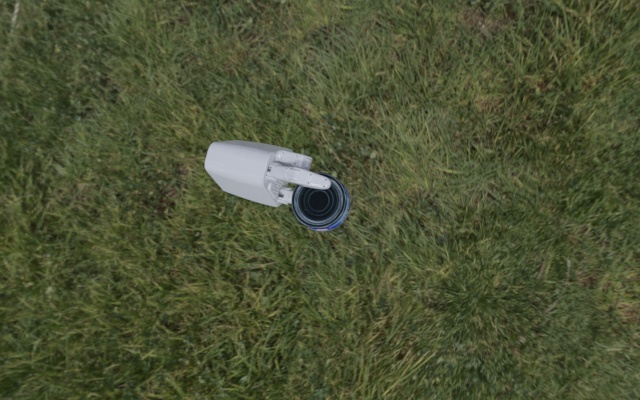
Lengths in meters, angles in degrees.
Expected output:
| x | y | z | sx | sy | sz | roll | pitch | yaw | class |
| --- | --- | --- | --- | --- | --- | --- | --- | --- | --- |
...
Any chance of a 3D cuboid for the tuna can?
| x | y | z | sx | sy | sz | roll | pitch | yaw | class |
| --- | --- | --- | --- | --- | --- | --- | --- | --- | --- |
| 0.000 | 0.002 | 0.714 | 0.086 | 0.086 | 0.034 | 0 | -9 | 12 | tuna can |
